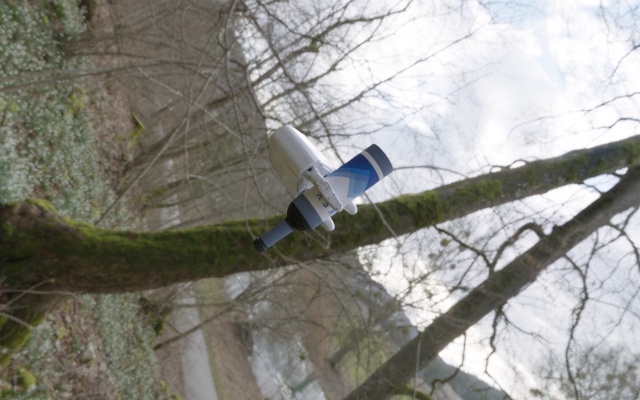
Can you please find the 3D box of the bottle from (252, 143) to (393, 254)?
[{"bbox_3d":[0.000,0.003,0.899,0.295,0.069,0.069,-36,4,-5],"label":"bottle"}]
